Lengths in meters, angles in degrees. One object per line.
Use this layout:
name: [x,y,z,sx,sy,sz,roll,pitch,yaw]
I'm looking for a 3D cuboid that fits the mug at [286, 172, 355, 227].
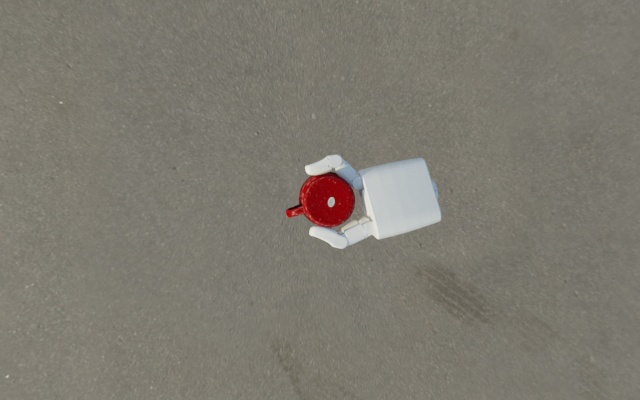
mug: [-0.001,0.003,0.768,0.117,0.093,0.081,-17,4,-2]
